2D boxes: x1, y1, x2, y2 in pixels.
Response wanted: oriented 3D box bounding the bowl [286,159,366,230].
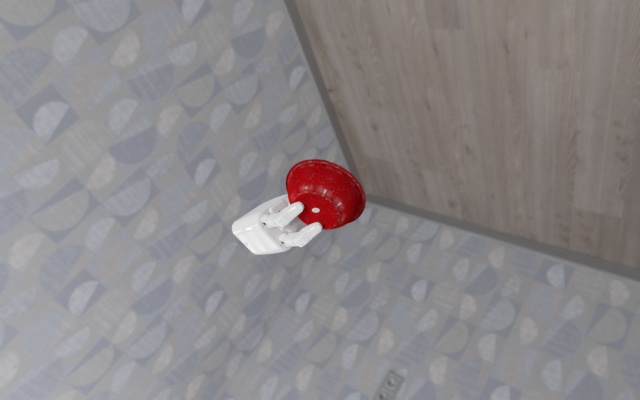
[{"bbox_3d":[0.001,0.003,0.890,0.162,0.162,0.055,0,40,26],"label":"bowl"}]
